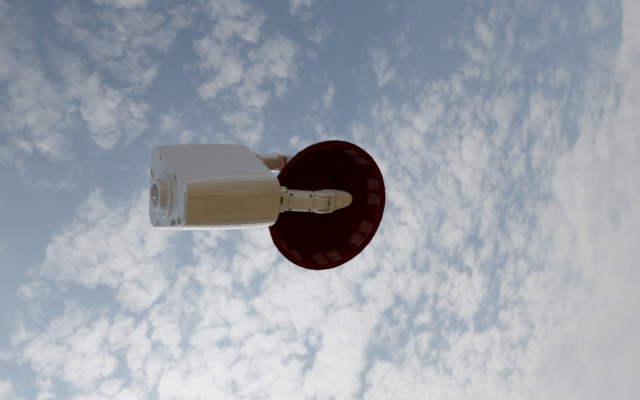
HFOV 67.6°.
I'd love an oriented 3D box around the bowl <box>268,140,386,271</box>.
[{"bbox_3d":[0.001,0.002,0.594,0.162,0.162,0.055,0,14,-28],"label":"bowl"}]
